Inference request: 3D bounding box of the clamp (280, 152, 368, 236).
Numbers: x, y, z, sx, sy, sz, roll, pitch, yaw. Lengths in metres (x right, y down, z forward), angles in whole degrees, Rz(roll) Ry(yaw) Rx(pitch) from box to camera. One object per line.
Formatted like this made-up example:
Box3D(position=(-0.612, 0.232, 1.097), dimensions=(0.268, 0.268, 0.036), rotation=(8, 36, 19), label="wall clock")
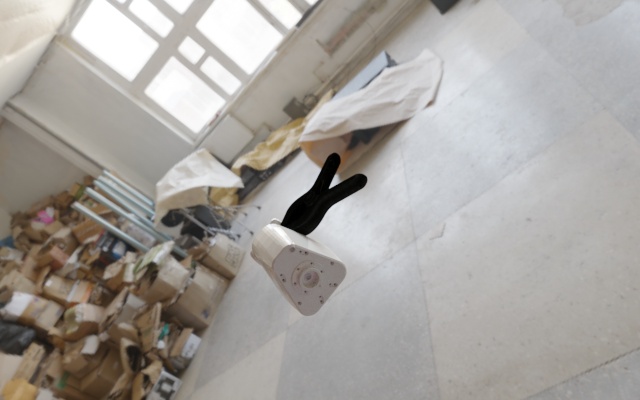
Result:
Box3D(position=(0.000, 0.002, 0.756), dimensions=(0.039, 0.171, 0.120), rotation=(38, -4, -26), label="clamp")
